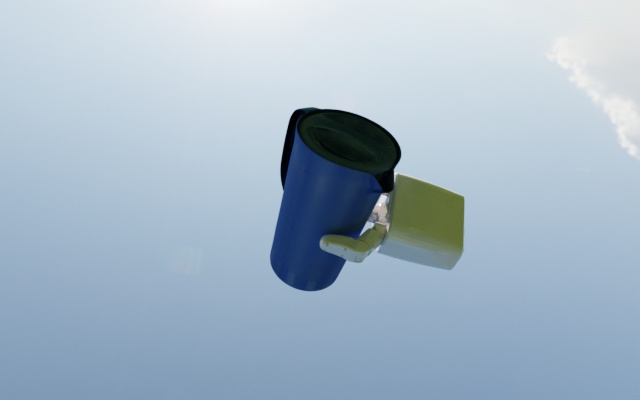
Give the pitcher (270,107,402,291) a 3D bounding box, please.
[{"bbox_3d":[0.000,0.002,0.653,0.145,0.243,0.149,16,38,-4],"label":"pitcher"}]
